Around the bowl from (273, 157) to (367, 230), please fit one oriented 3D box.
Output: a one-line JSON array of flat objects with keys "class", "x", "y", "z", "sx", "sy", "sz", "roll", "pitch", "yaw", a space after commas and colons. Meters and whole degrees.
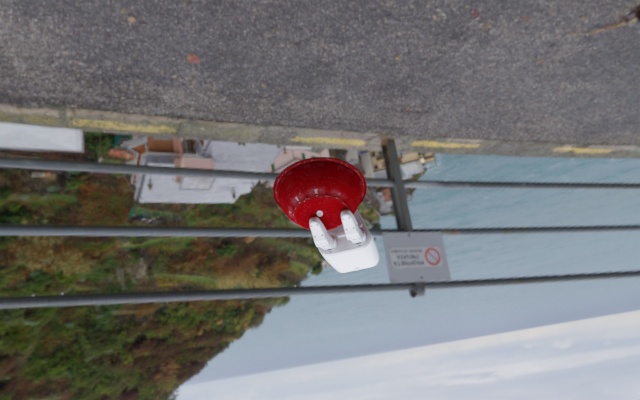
[{"class": "bowl", "x": -0.001, "y": 0.002, "z": 0.803, "sx": 0.162, "sy": 0.055, "sz": 0.162, "roll": -2, "pitch": -42, "yaw": -1}]
